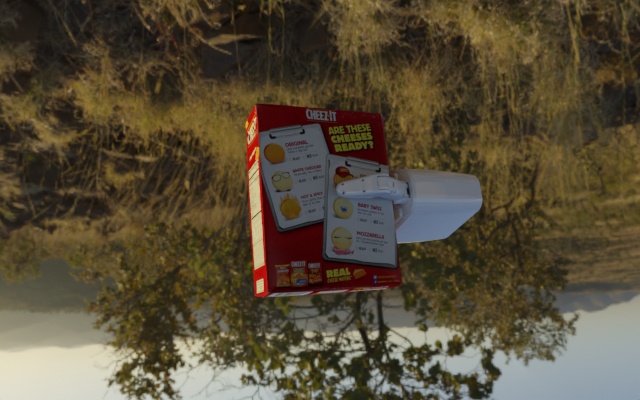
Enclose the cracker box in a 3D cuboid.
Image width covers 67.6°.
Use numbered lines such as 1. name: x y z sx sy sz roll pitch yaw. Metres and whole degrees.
1. cracker box: 0.000 0.002 0.568 0.164 0.213 0.072 0 -15 -22
